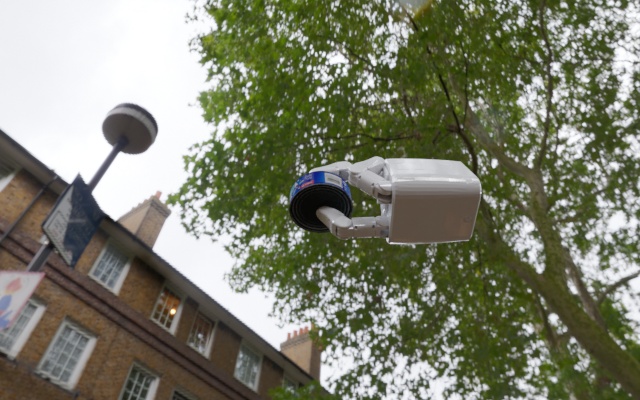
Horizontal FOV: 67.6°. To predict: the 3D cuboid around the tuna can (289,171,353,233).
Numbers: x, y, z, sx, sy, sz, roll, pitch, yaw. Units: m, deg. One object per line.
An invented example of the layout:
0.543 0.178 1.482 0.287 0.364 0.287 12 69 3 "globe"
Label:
0.000 0.002 0.652 0.086 0.086 0.033 0 39 -3 "tuna can"
